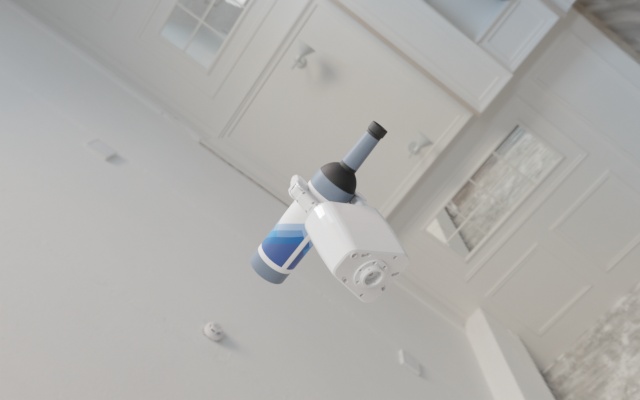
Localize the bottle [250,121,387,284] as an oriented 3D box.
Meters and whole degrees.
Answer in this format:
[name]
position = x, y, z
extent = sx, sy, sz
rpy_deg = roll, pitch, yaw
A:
[bottle]
position = 0.000, 0.003, 0.738
extent = 0.069, 0.296, 0.069
rpy_deg = 35, 17, -12
